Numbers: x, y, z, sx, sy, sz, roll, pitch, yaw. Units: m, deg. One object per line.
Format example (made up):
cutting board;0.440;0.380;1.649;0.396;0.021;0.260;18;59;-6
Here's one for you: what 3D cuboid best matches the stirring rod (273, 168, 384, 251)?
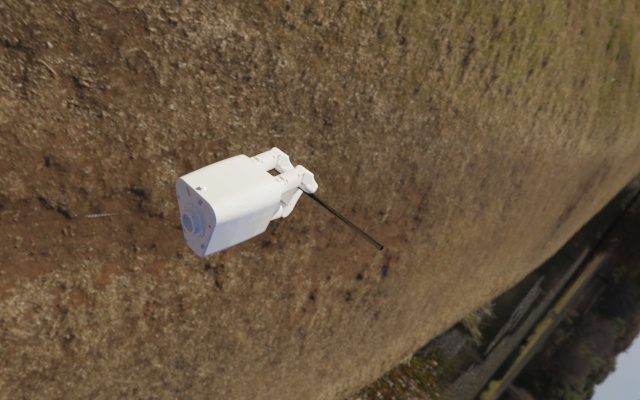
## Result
stirring rod;0.000;0.002;0.709;0.239;0.011;0.011;37;20;30
